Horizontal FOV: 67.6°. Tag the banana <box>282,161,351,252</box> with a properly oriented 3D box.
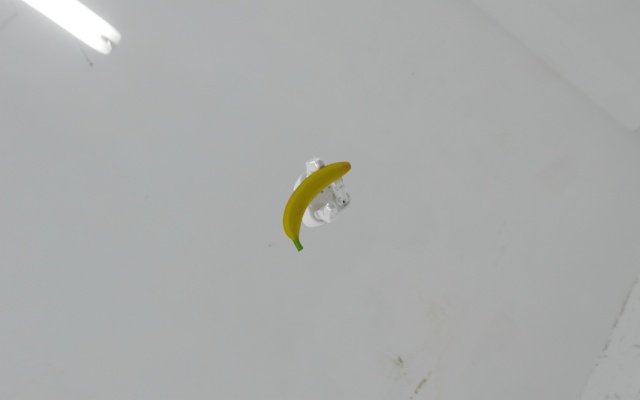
[{"bbox_3d":[-0.017,-0.004,0.889,0.069,0.197,0.037,33,-15,-6],"label":"banana"}]
